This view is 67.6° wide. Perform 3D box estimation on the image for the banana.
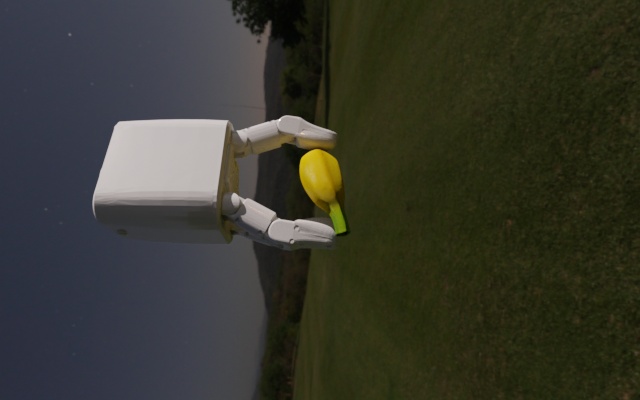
[{"bbox_3d":[-0.001,-0.016,0.471,0.037,0.069,0.198,-5,8,-2],"label":"banana"}]
